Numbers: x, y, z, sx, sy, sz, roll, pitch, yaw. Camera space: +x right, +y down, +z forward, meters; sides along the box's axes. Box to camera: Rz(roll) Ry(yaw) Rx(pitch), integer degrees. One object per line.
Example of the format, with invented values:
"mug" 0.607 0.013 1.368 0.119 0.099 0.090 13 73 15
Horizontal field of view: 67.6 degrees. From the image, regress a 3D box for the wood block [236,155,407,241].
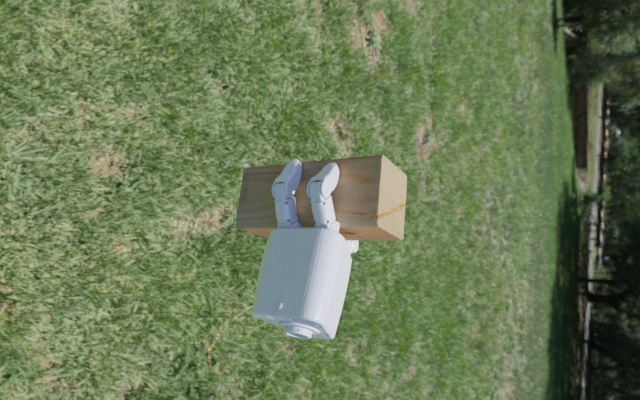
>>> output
"wood block" 0.000 0.003 0.636 0.206 0.090 0.091 -2 -16 29
